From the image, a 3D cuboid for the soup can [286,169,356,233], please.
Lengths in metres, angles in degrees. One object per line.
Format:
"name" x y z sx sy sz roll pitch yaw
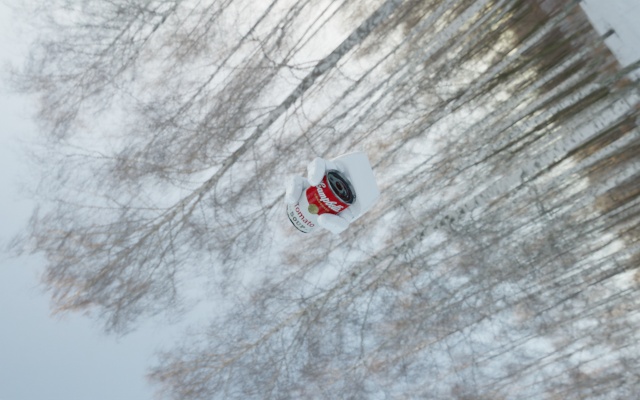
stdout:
"soup can" 0.000 0.003 0.801 0.102 0.068 0.068 -36 -20 30
